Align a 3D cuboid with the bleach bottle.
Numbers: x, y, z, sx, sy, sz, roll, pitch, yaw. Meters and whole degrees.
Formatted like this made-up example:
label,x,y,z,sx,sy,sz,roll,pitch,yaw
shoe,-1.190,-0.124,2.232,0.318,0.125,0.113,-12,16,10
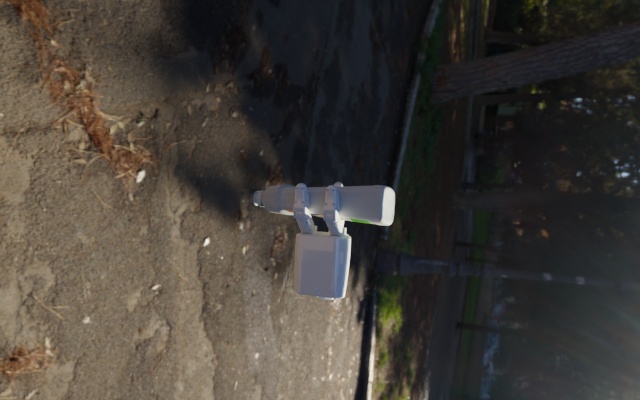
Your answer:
label,x,y,z,sx,sy,sz,roll,pitch,yaw
bleach bottle,0.000,0.003,0.860,0.251,0.068,0.102,3,-4,21
